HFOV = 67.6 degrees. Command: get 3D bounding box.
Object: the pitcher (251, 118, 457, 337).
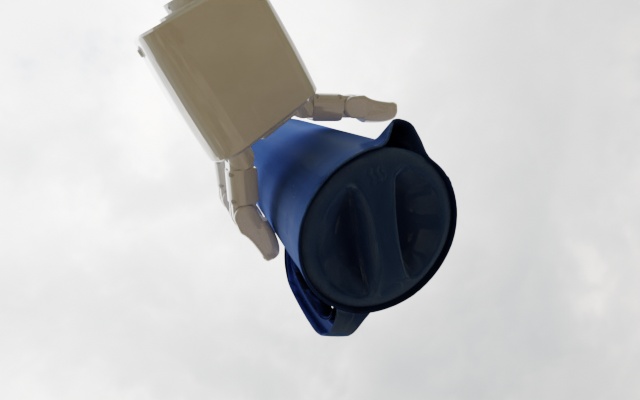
[{"bbox_3d":[0.000,0.001,0.454,0.149,0.145,0.242,-36,27,-9],"label":"pitcher"}]
